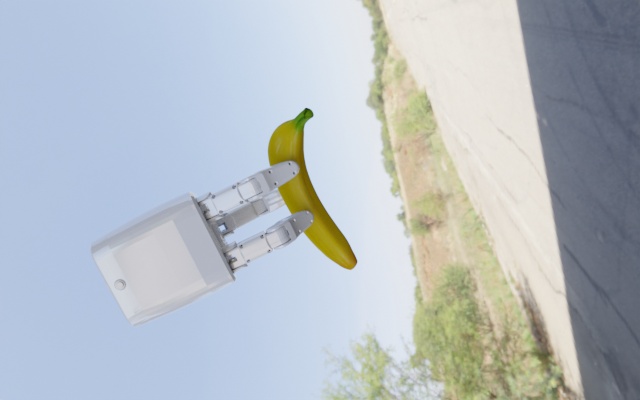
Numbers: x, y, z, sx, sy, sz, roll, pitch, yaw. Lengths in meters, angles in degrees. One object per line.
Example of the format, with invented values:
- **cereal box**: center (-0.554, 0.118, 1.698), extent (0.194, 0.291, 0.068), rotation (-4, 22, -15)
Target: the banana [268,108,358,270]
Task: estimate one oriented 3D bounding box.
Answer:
- **banana**: center (-0.013, -0.005, 0.511), extent (0.037, 0.198, 0.069), rotation (-39, 36, -29)
